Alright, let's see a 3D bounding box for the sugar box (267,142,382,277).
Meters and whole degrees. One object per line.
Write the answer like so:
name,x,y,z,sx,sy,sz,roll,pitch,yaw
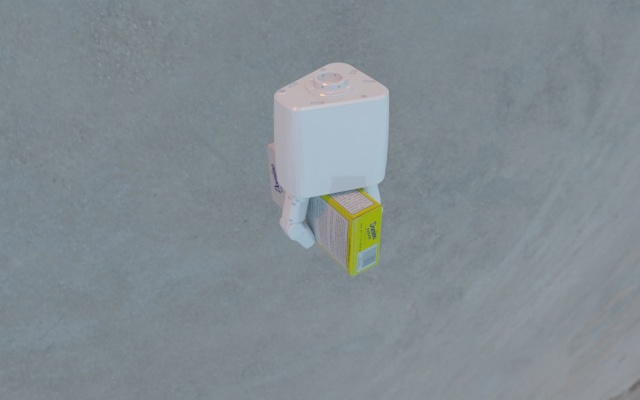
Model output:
sugar box,0.001,0.002,0.573,0.048,0.093,0.176,-23,45,-24
